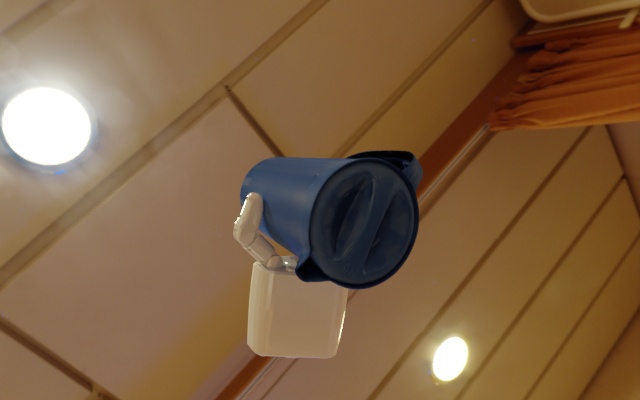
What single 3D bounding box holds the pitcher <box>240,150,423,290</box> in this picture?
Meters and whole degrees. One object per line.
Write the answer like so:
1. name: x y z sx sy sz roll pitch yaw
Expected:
1. pitcher: 0.000 0.002 0.575 0.149 0.145 0.243 4 7 -29
